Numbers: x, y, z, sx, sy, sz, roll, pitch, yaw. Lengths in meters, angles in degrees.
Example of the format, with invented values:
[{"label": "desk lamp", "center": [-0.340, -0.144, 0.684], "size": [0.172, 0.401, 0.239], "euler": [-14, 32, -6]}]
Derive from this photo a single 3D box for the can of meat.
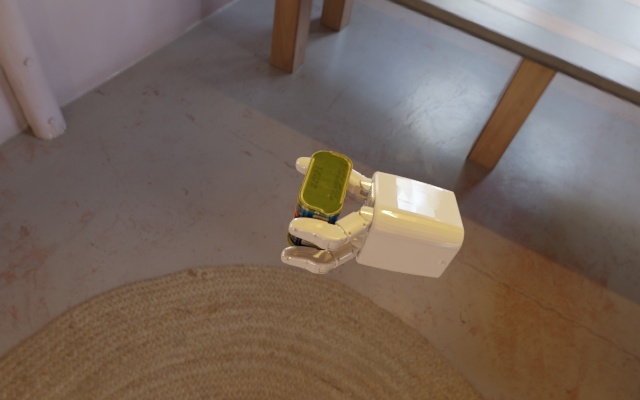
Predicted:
[{"label": "can of meat", "center": [0.000, 0.002, 0.579], "size": [0.057, 0.102, 0.084], "euler": [16, -40, 0]}]
